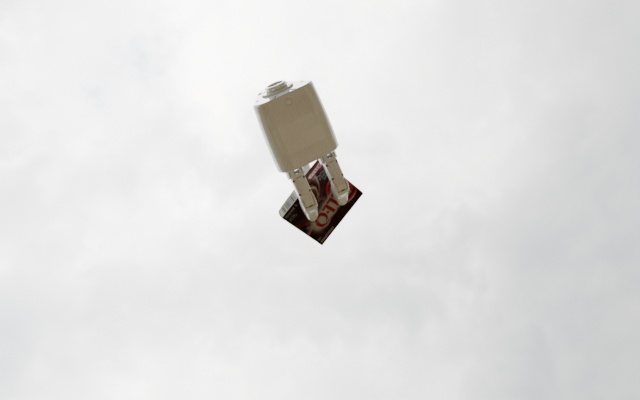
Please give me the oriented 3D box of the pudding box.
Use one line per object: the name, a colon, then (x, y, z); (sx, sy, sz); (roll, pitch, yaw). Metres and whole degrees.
pudding box: (0.000, 0.002, 0.774); (0.090, 0.113, 0.039); (37, 5, -27)
